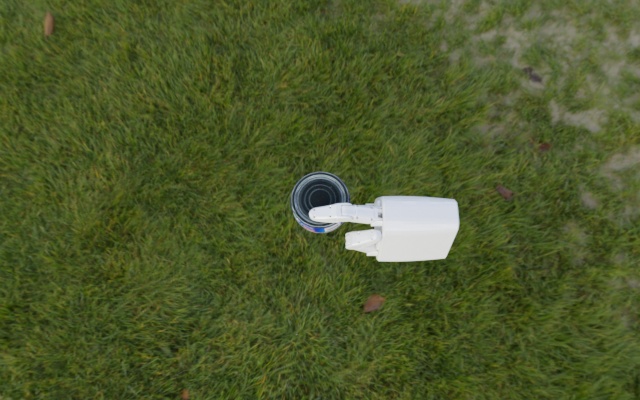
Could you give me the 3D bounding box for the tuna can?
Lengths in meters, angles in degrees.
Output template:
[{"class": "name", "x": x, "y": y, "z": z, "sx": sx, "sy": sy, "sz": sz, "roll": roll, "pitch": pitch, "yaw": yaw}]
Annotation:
[{"class": "tuna can", "x": 0.000, "y": 0.002, "z": 0.692, "sx": 0.086, "sy": 0.086, "sz": 0.034, "roll": 0, "pitch": -16, "yaw": 3}]
